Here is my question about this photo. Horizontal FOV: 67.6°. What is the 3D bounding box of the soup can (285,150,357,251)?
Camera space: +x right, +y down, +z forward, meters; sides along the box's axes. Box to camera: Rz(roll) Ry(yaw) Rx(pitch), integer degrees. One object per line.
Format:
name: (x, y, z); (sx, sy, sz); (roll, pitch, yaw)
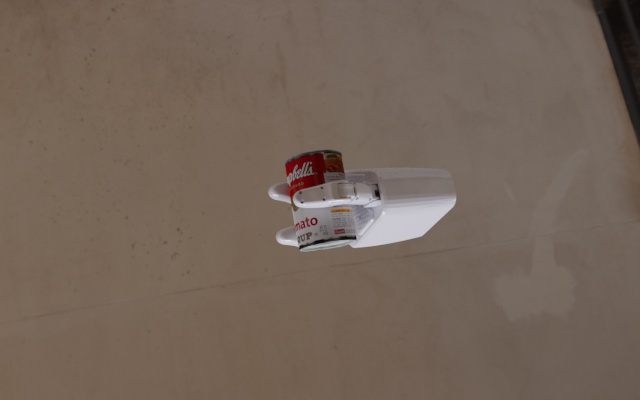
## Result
soup can: (0.000, 0.002, 0.543); (0.068, 0.102, 0.068); (-9, -12, -2)
